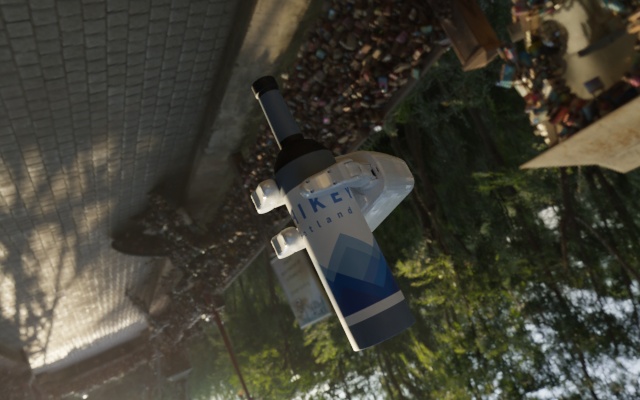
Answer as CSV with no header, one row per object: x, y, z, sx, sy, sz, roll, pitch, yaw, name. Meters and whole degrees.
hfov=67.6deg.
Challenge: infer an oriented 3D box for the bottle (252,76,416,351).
0.000,0.002,0.492,0.069,0.295,0.069,-25,-11,-5,bottle
